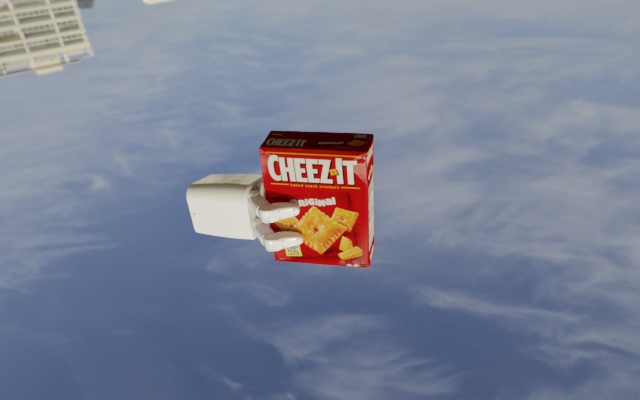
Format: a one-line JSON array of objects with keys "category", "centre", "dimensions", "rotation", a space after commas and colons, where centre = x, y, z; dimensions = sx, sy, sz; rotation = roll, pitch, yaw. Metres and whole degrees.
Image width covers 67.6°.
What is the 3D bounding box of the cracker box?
[{"category": "cracker box", "centre": [0.000, 0.003, 0.755], "dimensions": [0.164, 0.214, 0.072], "rotation": [3, 33, 12]}]
